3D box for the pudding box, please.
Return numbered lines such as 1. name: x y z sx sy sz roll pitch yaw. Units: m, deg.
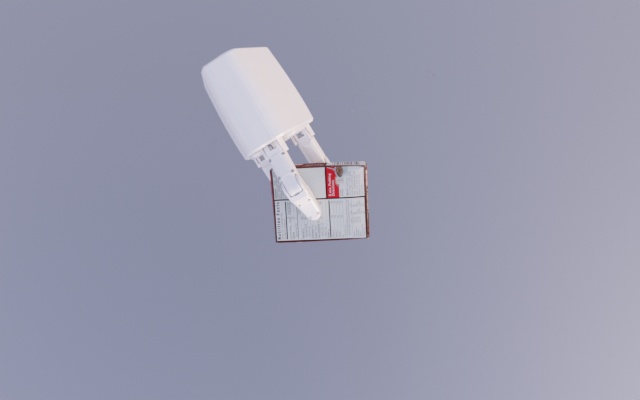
1. pudding box: 0.000 0.002 0.562 0.113 0.090 0.039 -2 9 5
